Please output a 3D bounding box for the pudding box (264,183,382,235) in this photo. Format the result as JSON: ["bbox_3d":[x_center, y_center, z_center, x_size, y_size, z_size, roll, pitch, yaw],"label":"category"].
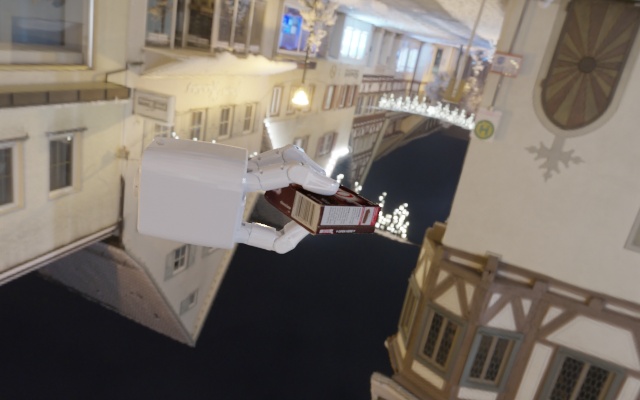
[{"bbox_3d":[0.000,0.002,0.557,0.090,0.039,0.113,1,22,-38],"label":"pudding box"}]
